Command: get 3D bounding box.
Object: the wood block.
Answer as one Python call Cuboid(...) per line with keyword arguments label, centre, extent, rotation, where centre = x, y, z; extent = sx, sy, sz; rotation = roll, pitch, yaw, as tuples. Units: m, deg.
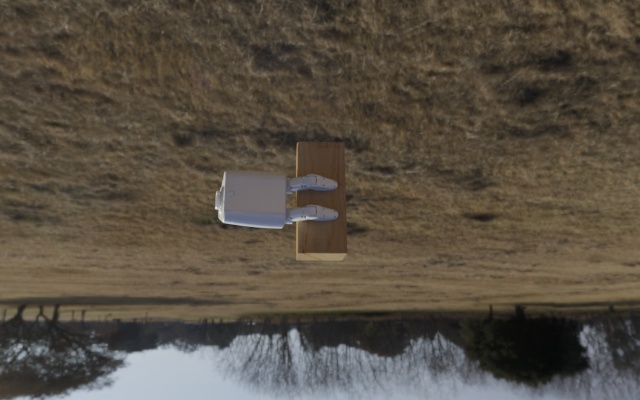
Cuboid(label="wood block", centre=(0.000, 0.003, 0.888), extent=(0.090, 0.206, 0.091), rotation=(0, -15, -4))
